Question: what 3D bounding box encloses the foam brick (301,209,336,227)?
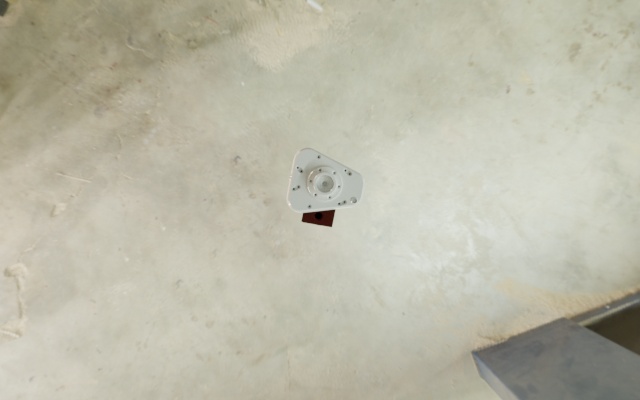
[{"bbox_3d":[0.000,0.003,0.801,0.053,0.078,0.051,10,2,-2],"label":"foam brick"}]
